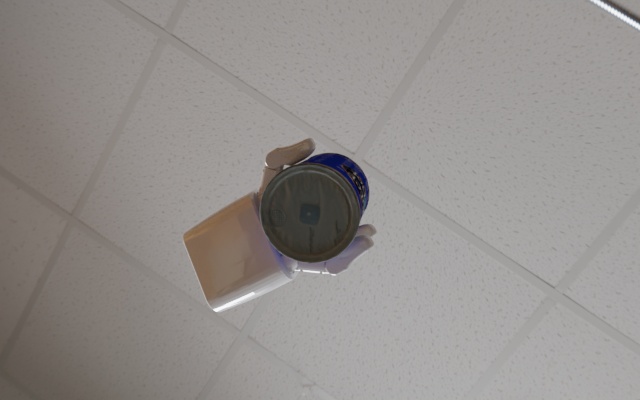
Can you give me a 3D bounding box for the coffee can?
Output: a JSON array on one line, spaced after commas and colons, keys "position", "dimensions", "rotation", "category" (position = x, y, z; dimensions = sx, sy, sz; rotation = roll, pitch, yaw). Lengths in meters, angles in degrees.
[{"position": [0.000, 0.002, 0.543], "dimensions": [0.103, 0.103, 0.140], "rotation": [0, 10, 10], "category": "coffee can"}]
